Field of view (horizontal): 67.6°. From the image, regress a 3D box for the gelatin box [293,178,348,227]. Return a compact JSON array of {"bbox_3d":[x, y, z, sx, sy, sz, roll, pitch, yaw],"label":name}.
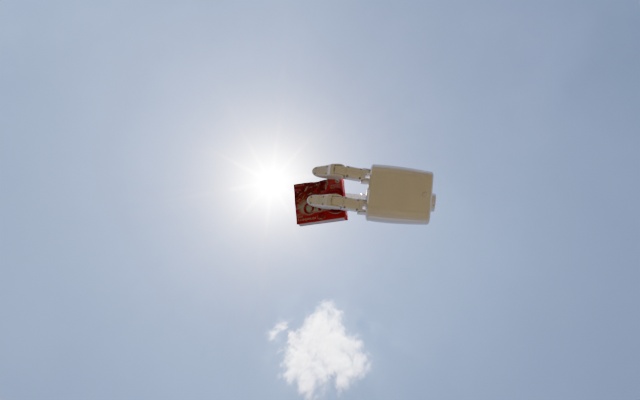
[{"bbox_3d":[0.000,0.003,0.831,0.089,0.073,0.030,-8,-14,10],"label":"gelatin box"}]
